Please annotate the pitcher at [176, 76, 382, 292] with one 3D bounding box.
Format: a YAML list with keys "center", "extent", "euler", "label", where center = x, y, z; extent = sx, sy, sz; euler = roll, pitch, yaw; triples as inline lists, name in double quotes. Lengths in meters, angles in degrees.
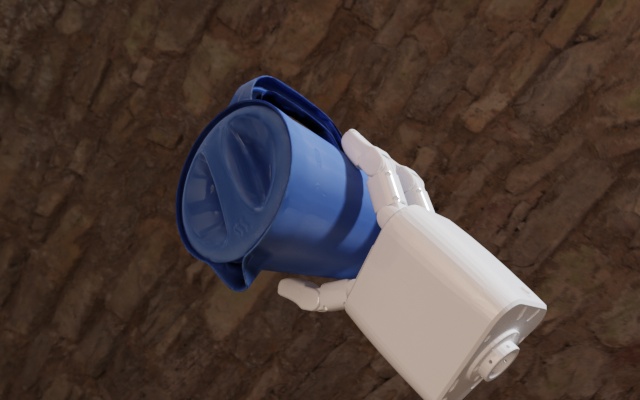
- center: [0.000, 0.002, 0.455]
  extent: [0.243, 0.149, 0.145]
  euler: [21, 16, -48]
  label: "pitcher"
